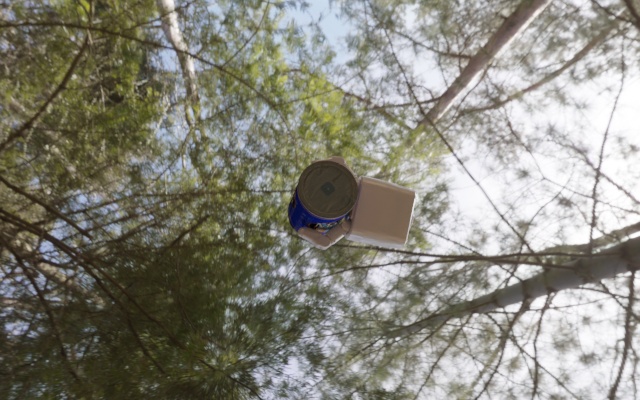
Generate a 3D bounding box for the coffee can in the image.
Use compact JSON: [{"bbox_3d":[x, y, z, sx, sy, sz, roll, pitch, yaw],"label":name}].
[{"bbox_3d":[0.000,0.003,0.855,0.103,0.102,0.140,0,-19,-12],"label":"coffee can"}]
